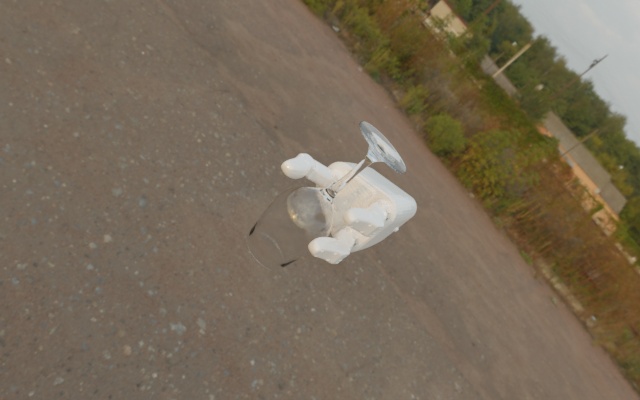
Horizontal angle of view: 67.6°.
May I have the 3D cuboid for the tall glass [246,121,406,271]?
[{"bbox_3d":[0.000,0.001,0.559,0.201,0.079,0.079,-41,-18,22],"label":"tall glass"}]
